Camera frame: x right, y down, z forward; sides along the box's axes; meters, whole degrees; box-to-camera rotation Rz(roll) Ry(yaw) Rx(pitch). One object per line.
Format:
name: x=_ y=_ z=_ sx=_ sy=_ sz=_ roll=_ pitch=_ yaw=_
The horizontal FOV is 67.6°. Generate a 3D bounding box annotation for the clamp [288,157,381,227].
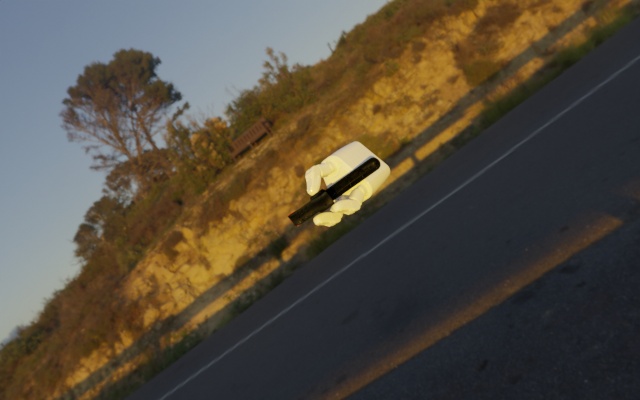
clamp: x=-0.001 y=0.002 z=0.862 sx=0.210 sy=0.036 sz=0.164 roll=-34 pitch=1 yaw=40
